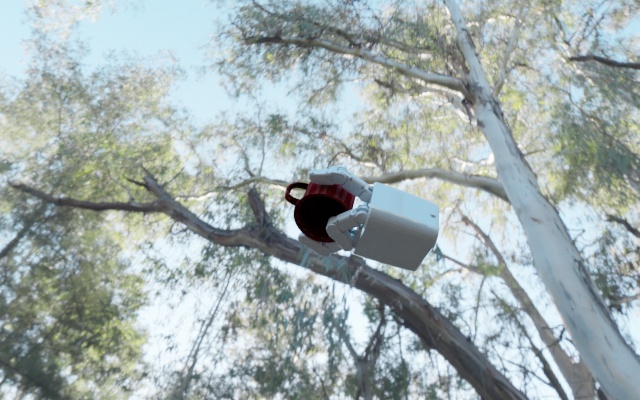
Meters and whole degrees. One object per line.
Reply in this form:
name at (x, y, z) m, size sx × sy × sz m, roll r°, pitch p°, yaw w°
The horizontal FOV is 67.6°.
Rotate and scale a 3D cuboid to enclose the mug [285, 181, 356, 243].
mug at (-0.001, 0.002, 0.763) m, size 0.117 × 0.093 × 0.081 m, roll 19°, pitch 36°, yaw 1°
